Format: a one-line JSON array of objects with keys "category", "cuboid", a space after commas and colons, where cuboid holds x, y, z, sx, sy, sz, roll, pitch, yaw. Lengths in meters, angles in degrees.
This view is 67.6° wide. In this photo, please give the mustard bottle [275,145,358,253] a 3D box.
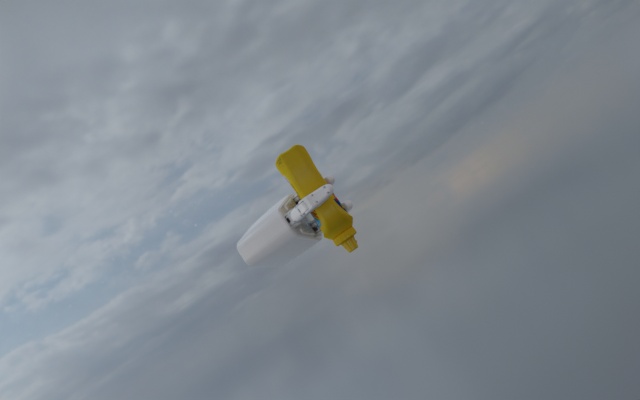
[{"category": "mustard bottle", "cuboid": [0.000, 0.002, 0.786, 0.058, 0.191, 0.096, -34, -7, -5]}]
